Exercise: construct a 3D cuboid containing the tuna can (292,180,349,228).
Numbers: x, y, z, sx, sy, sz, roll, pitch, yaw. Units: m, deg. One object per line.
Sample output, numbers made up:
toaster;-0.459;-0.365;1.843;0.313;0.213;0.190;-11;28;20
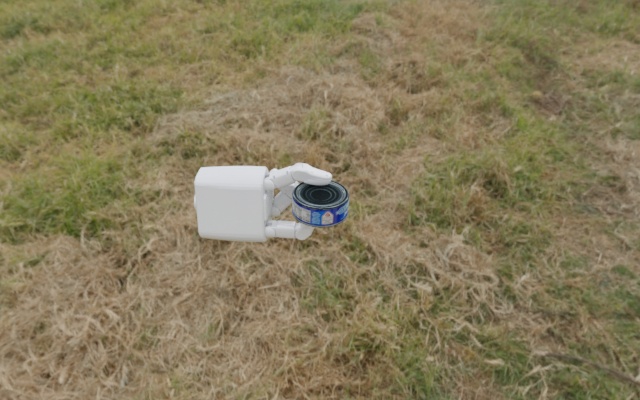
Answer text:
tuna can;0.000;0.002;0.711;0.086;0.034;0.086;2;33;-1
